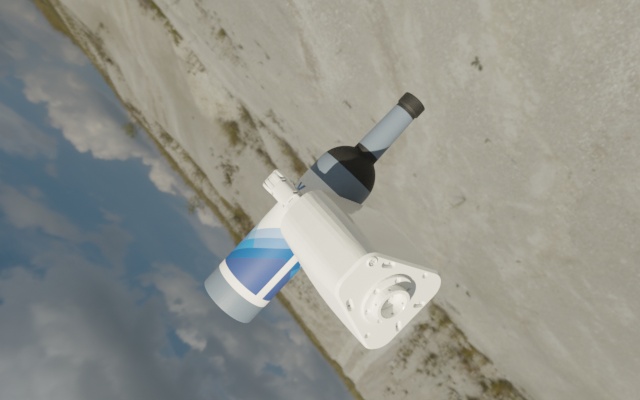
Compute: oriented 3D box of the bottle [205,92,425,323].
[{"bbox_3d":[0.000,0.002,0.511,0.069,0.296,0.069,43,3,-2],"label":"bottle"}]
